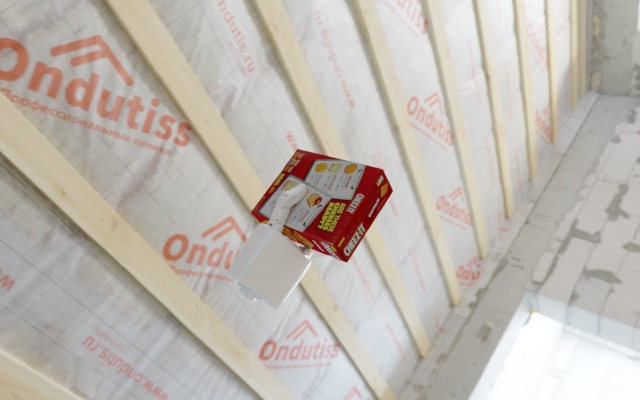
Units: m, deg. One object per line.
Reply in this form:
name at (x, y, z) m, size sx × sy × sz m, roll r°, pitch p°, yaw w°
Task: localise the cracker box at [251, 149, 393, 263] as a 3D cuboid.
cracker box at (0.000, 0.003, 0.874) m, size 0.213 × 0.164 × 0.072 m, roll 18°, pitch -25°, yaw 40°
